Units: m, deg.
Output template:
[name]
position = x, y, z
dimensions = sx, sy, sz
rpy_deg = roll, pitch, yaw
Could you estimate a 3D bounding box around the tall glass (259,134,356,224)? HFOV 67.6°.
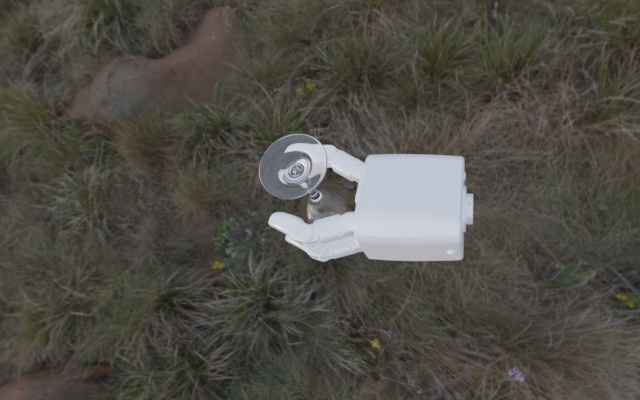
[tall glass]
position = 0.000, 0.002, 0.573
dimensions = 0.079, 0.079, 0.201
rpy_deg = 0, -22, 18
